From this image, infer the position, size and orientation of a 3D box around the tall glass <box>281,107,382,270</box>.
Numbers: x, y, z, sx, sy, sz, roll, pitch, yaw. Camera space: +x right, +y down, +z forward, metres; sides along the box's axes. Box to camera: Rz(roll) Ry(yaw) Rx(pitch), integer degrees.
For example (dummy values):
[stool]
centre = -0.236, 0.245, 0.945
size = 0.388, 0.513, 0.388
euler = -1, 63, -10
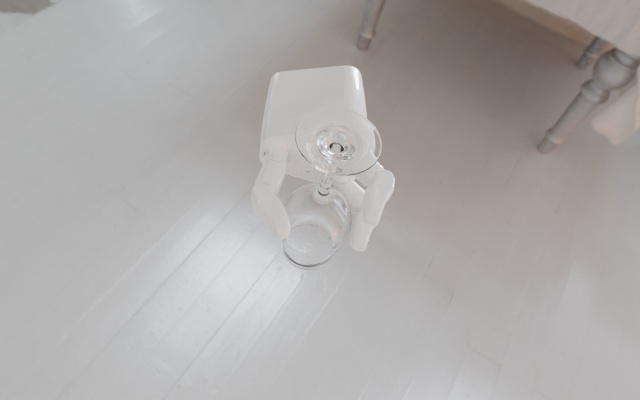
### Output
[tall glass]
centre = 0.000, 0.001, 0.481
size = 0.079, 0.079, 0.201
euler = 0, -33, -11
